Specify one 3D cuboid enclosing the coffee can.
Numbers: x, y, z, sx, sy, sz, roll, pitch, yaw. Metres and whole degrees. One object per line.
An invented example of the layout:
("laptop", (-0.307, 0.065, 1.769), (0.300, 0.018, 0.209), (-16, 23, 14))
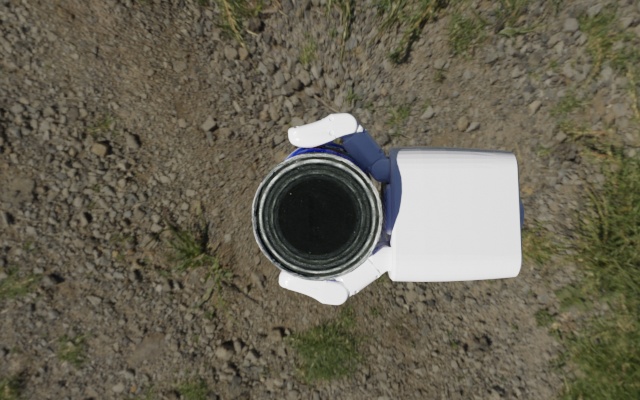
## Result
("coffee can", (0.000, 0.001, 0.437), (0.103, 0.103, 0.140), (0, 10, 2))
